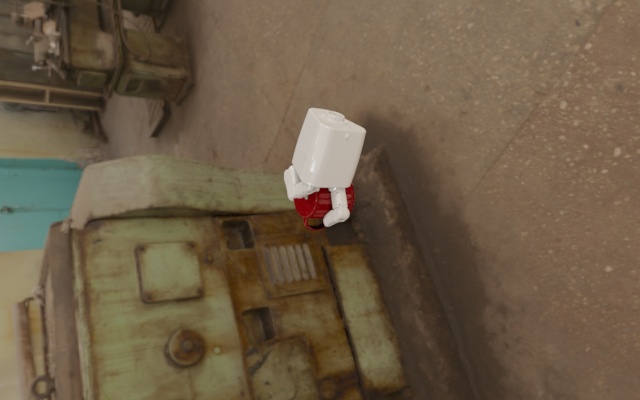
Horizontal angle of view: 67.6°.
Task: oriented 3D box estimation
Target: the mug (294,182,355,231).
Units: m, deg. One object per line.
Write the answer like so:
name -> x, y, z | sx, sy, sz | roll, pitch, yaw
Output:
mug -> 0.000, 0.004, 0.892 | 0.081, 0.117, 0.093 | 0, 28, -35
